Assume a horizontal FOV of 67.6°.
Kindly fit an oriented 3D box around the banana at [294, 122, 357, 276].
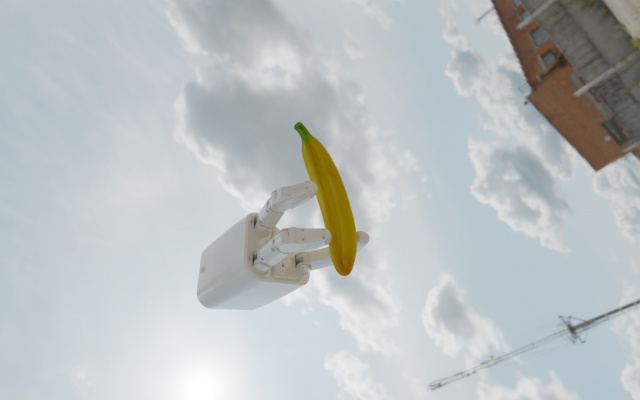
[{"bbox_3d":[0.009,0.001,0.588,0.037,0.197,0.069,-29,-21,27],"label":"banana"}]
